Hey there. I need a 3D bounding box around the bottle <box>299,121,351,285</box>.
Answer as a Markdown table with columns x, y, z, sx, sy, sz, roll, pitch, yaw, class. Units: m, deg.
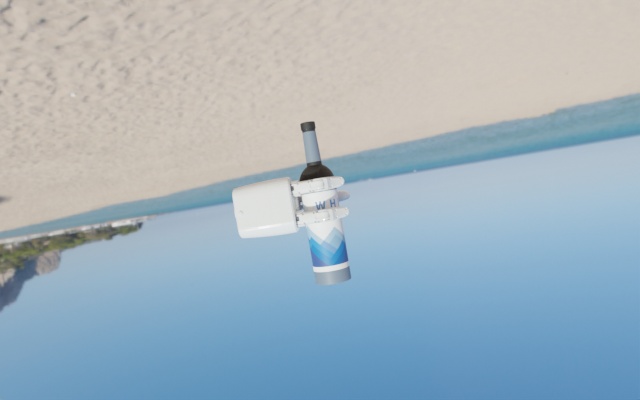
| x | y | z | sx | sy | sz | roll | pitch | yaw | class |
| --- | --- | --- | --- | --- | --- | --- | --- | --- | --- |
| 0.000 | 0.003 | 0.876 | 0.069 | 0.296 | 0.069 | -9 | 2 | 0 | bottle |
